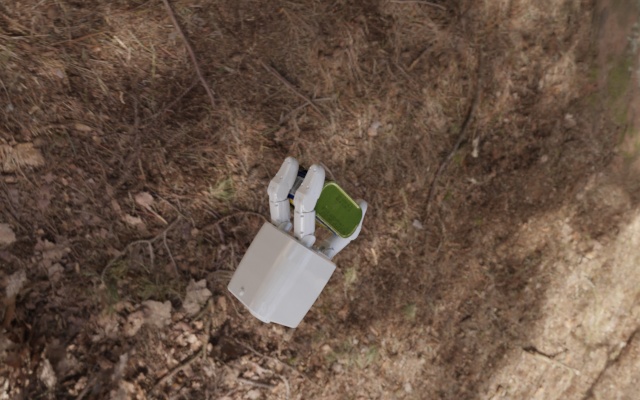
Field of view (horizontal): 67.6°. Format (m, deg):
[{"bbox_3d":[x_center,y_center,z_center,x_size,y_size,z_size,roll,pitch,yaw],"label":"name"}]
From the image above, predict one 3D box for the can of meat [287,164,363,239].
[{"bbox_3d":[0.000,0.002,0.663,0.084,0.057,0.102,26,-12,49],"label":"can of meat"}]
